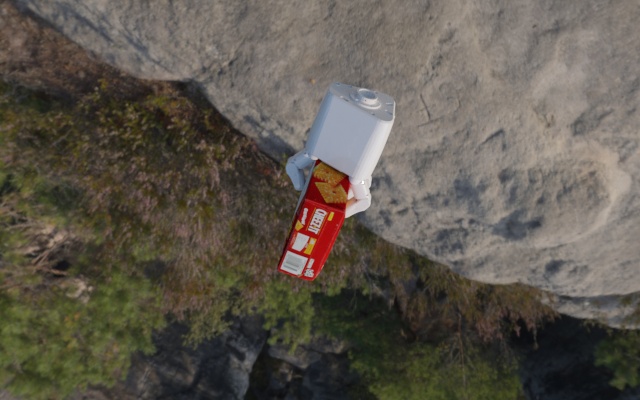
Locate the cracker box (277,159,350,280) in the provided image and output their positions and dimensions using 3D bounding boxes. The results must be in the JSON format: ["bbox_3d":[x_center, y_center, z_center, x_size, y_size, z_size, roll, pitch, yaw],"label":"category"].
[{"bbox_3d":[0.000,0.003,0.806,0.072,0.164,0.213,20,38,-4],"label":"cracker box"}]
